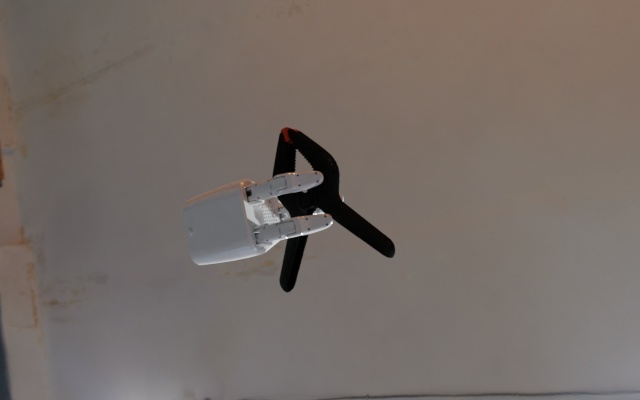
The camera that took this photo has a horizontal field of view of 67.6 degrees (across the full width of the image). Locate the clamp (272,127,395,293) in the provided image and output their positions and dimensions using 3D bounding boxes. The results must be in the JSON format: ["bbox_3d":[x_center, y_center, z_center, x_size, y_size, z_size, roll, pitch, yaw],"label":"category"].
[{"bbox_3d":[0.000,0.002,0.612,0.164,0.210,0.036,-15,-6,24],"label":"clamp"}]
